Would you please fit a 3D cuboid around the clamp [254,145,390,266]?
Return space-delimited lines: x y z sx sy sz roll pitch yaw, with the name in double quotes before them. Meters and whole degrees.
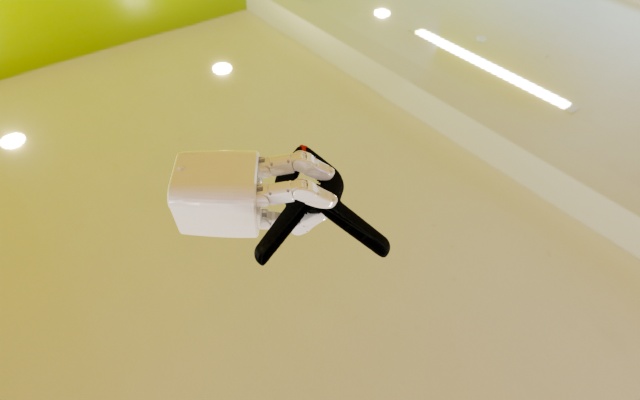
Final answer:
"clamp" 0.000 0.002 0.633 0.164 0.036 0.209 3 44 -7
